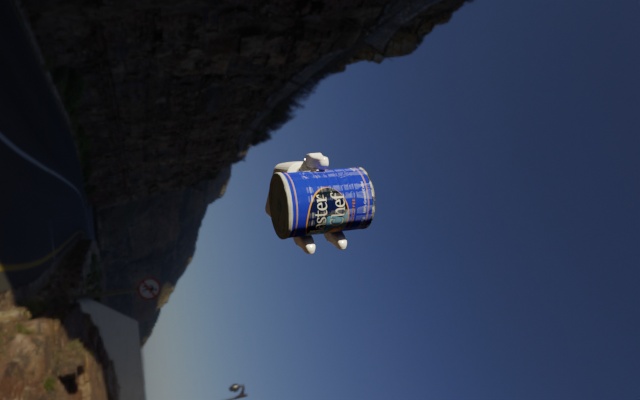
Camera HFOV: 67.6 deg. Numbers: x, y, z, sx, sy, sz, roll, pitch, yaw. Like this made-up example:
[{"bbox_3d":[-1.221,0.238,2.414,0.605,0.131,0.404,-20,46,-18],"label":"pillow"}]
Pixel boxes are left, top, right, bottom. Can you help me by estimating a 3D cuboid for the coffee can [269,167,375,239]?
[{"bbox_3d":[0.000,0.002,0.752,0.140,0.103,0.103,-5,2,-21],"label":"coffee can"}]
